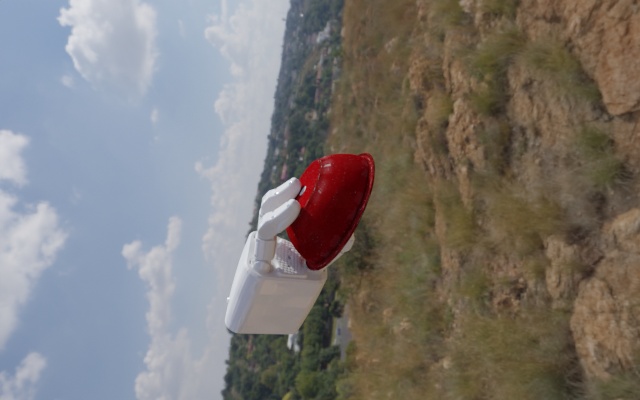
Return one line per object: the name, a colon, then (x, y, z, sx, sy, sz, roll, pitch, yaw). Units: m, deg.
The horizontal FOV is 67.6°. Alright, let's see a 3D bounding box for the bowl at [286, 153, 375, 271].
bowl: (0.000, 0.001, 0.589, 0.055, 0.162, 0.162, 27, -8, -16)
